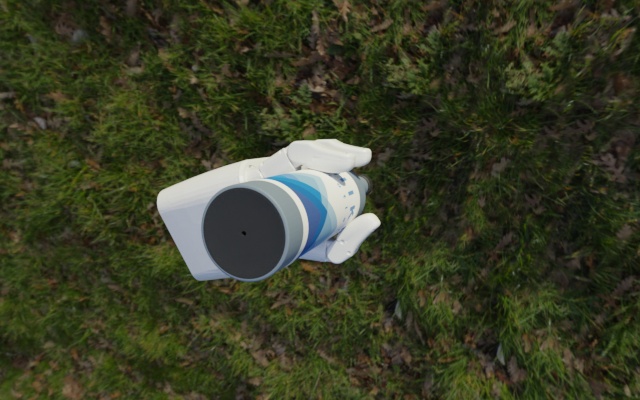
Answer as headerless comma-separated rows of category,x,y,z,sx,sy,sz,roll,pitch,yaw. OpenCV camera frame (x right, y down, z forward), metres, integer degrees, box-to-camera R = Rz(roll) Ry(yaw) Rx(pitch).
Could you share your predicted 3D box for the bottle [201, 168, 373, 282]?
bottle,0.000,0.002,0.451,0.069,0.069,0.295,0,8,21
